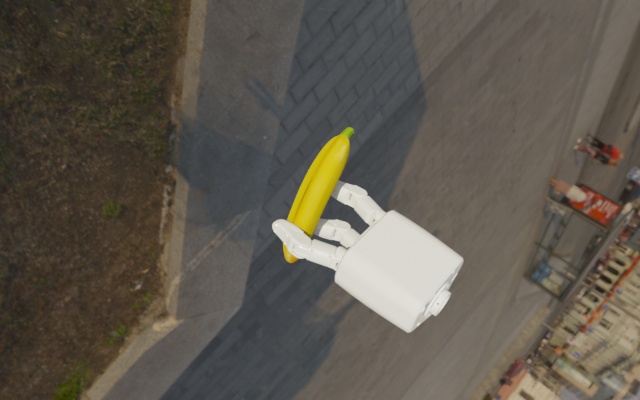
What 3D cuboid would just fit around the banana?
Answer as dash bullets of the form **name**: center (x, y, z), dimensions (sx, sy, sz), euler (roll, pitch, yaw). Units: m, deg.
- **banana**: center (-0.006, -0.001, 0.603), dimensions (0.037, 0.198, 0.069), euler (31, 12, 20)
